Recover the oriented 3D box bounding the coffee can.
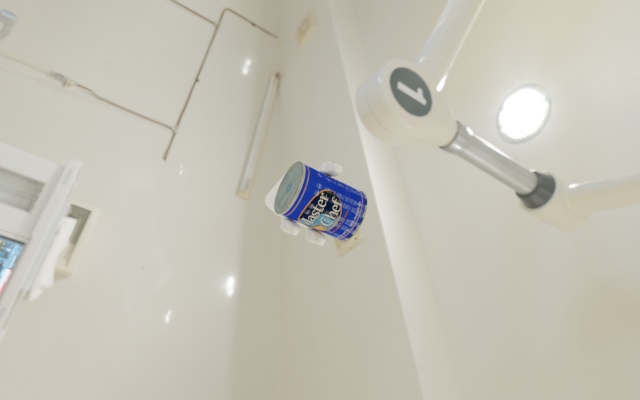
[{"bbox_3d":[0.000,0.003,0.879,0.140,0.103,0.103,24,-10,-22],"label":"coffee can"}]
